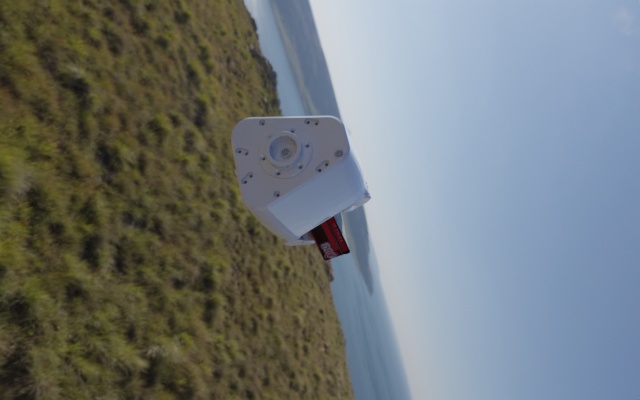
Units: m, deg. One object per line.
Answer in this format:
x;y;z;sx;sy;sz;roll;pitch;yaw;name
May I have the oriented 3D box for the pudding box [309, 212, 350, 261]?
0.000;0.002;0.580;0.039;0.113;0.090;-16;-47;8;pudding box
